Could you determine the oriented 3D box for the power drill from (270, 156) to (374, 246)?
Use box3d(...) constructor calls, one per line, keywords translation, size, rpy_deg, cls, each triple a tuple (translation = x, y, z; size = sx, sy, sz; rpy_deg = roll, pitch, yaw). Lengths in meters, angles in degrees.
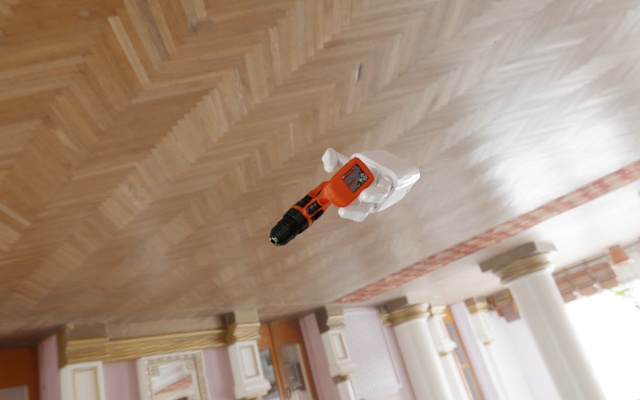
box3d(translation=(0.001, 0.003, 0.873), size=(0.184, 0.057, 0.188), rpy_deg=(-45, 8, -34), cls="power drill")
